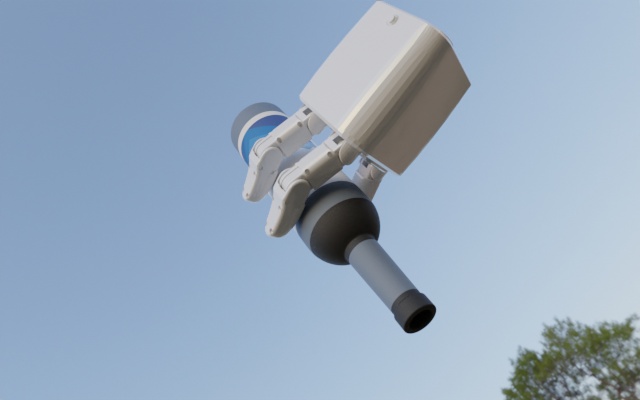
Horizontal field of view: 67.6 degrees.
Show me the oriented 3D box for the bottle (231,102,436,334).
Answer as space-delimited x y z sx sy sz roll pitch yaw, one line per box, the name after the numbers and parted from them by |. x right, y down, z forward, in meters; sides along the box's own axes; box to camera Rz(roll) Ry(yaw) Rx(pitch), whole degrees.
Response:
0.000 0.001 0.427 0.069 0.069 0.295 0 33 -33 | bottle
